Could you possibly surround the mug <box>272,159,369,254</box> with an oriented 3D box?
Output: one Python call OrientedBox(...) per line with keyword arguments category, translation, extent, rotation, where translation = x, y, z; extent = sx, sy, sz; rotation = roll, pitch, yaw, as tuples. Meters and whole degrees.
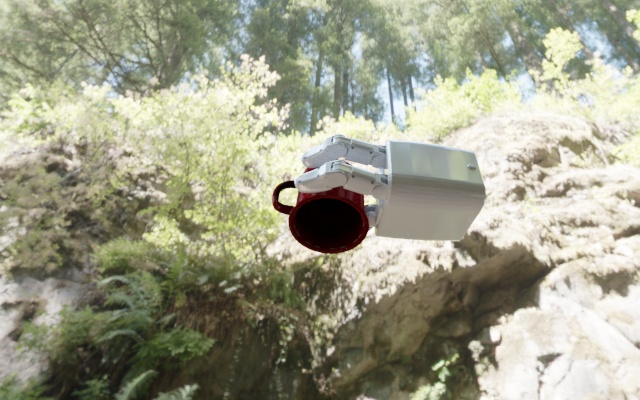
OrientedBox(category="mug", translation=(-0.001, 0.002, 0.575), extent=(0.117, 0.093, 0.081), rotation=(8, 41, -1))
